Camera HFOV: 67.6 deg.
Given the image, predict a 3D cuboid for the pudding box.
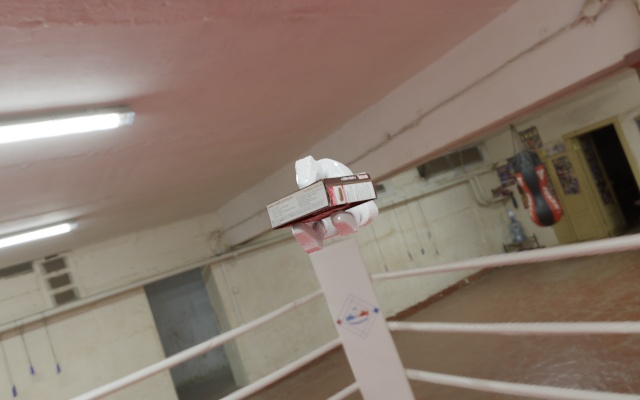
[{"bbox_3d":[0.000,0.002,0.602,0.090,0.039,0.113,-11,-11,-46],"label":"pudding box"}]
